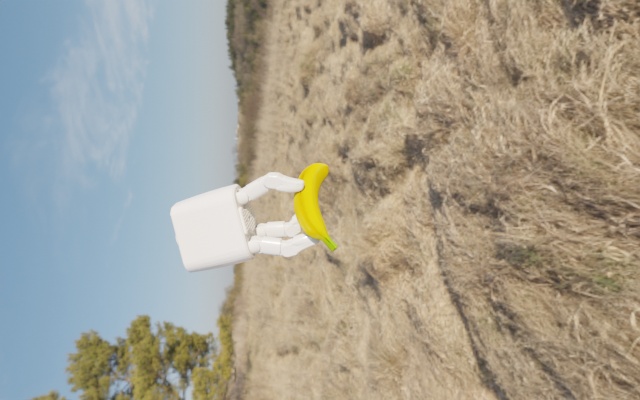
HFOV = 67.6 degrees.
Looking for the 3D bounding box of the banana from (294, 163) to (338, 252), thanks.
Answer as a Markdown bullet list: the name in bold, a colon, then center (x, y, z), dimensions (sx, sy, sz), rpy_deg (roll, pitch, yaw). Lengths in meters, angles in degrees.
- **banana**: center (-0.012, -0.006, 0.746), dimensions (0.037, 0.197, 0.070), rpy_deg (-32, -54, 24)
